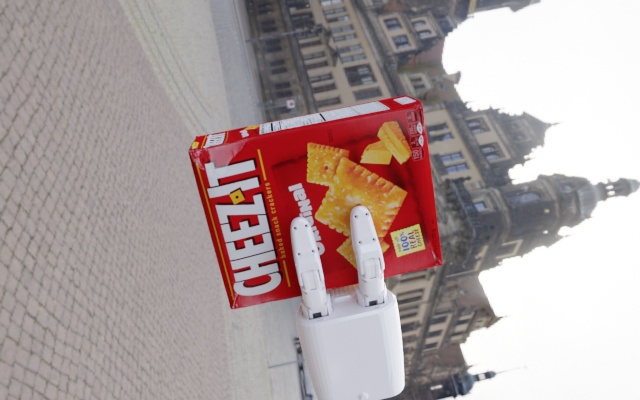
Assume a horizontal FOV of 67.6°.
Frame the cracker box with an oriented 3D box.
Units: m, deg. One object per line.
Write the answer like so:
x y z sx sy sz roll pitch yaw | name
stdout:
0.000 0.001 0.463 0.213 0.164 0.072 -12 19 -3 | cracker box
